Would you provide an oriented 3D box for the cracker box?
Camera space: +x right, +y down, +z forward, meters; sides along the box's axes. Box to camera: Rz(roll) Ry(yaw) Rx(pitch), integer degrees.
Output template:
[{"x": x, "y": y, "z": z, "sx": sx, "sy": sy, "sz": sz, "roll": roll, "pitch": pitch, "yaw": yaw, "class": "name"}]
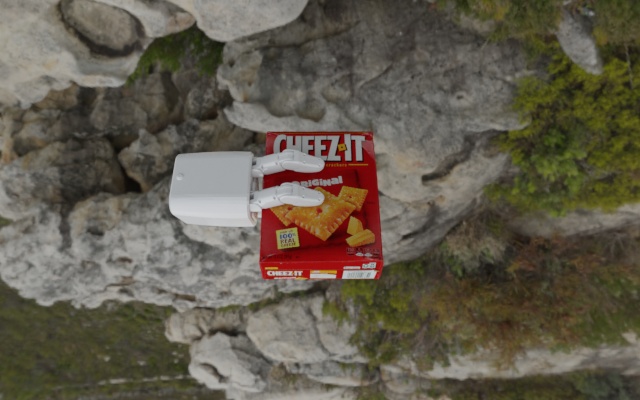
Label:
[{"x": 0.000, "y": 0.002, "z": 0.684, "sx": 0.164, "sy": 0.213, "sz": 0.072, "roll": 0, "pitch": -29, "yaw": -1, "class": "cracker box"}]
